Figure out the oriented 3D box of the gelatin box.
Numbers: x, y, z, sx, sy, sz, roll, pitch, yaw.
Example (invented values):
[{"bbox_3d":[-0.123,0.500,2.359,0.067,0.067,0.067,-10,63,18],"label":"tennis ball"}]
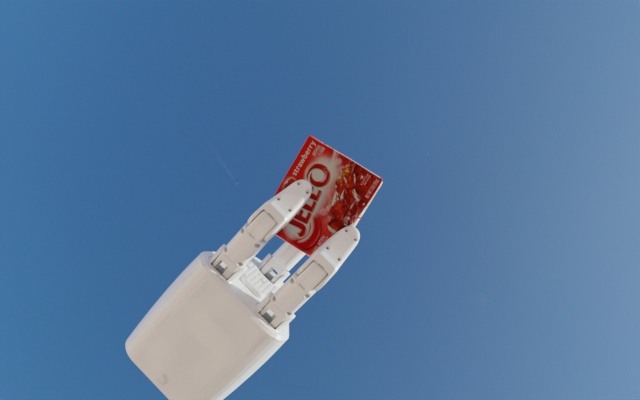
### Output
[{"bbox_3d":[0.000,0.001,0.411,0.073,0.089,0.030,32,3,6],"label":"gelatin box"}]
